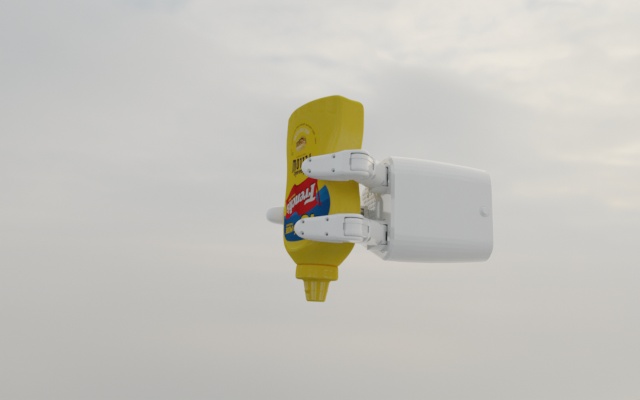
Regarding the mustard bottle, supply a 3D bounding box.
[{"bbox_3d":[0.000,0.001,0.468,0.058,0.191,0.096,11,-14,-36],"label":"mustard bottle"}]
